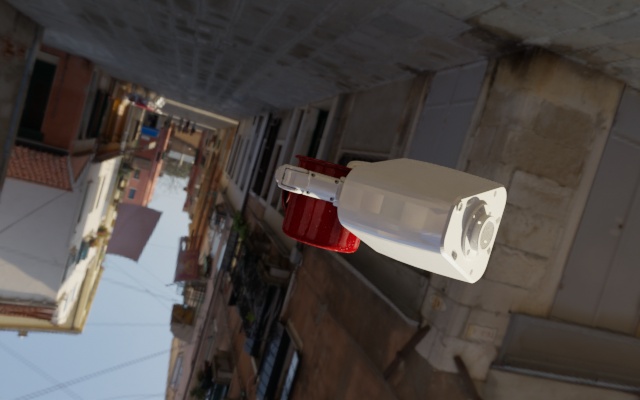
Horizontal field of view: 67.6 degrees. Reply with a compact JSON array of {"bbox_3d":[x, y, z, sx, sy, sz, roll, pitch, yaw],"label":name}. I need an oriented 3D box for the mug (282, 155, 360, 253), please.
[{"bbox_3d":[-0.001,0.001,0.500,0.117,0.081,0.093,18,3,41],"label":"mug"}]
